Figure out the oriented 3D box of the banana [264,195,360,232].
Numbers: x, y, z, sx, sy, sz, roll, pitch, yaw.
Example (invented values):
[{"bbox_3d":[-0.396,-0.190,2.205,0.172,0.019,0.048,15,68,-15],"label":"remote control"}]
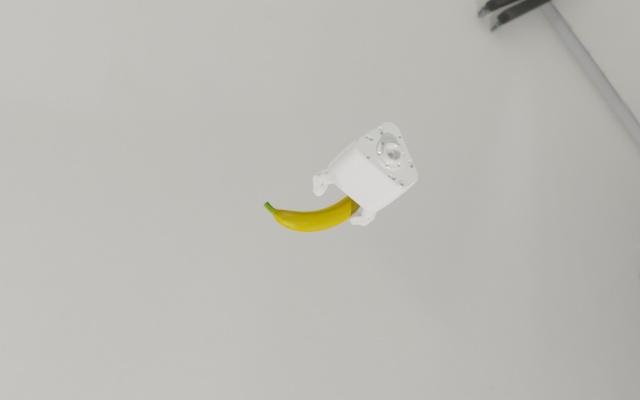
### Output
[{"bbox_3d":[0.001,0.021,0.863,0.198,0.069,0.037,-7,-17,-24],"label":"banana"}]
